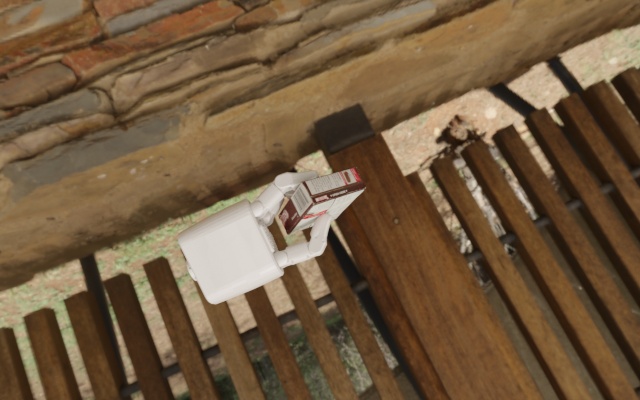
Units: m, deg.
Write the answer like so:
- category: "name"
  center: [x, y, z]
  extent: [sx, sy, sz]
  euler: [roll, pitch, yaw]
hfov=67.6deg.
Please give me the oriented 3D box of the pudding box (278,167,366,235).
- category: "pudding box"
  center: [0.000, 0.002, 0.675]
  extent: [0.090, 0.039, 0.113]
  euler: [-18, -15, -29]
